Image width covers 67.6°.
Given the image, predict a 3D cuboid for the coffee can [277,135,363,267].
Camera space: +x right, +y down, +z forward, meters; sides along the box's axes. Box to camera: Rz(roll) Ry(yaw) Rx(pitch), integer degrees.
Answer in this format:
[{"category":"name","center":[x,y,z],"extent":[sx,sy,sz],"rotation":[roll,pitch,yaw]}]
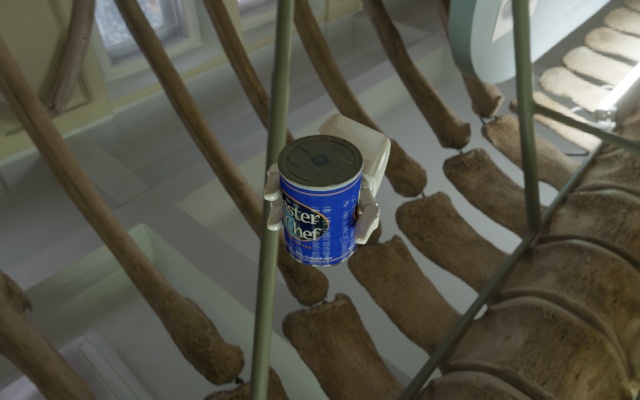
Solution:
[{"category":"coffee can","center":[0.000,0.002,0.615],"extent":[0.103,0.140,0.102],"rotation":[0,42,0]}]
